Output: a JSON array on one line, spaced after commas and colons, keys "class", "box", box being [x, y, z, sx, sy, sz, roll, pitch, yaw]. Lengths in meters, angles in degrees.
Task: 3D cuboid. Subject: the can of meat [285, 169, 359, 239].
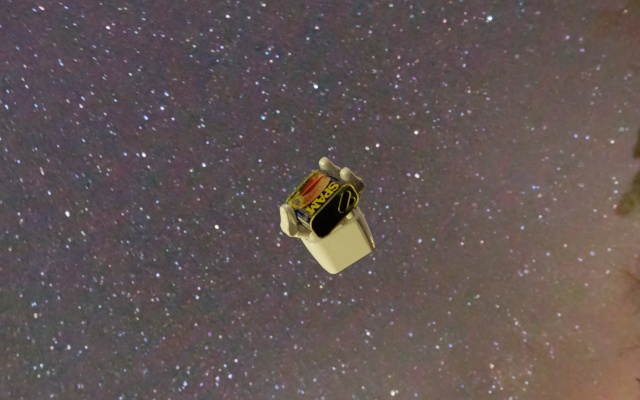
[{"class": "can of meat", "box": [0.000, 0.003, 0.819, 0.084, 0.102, 0.057, 33, -16, 44]}]
